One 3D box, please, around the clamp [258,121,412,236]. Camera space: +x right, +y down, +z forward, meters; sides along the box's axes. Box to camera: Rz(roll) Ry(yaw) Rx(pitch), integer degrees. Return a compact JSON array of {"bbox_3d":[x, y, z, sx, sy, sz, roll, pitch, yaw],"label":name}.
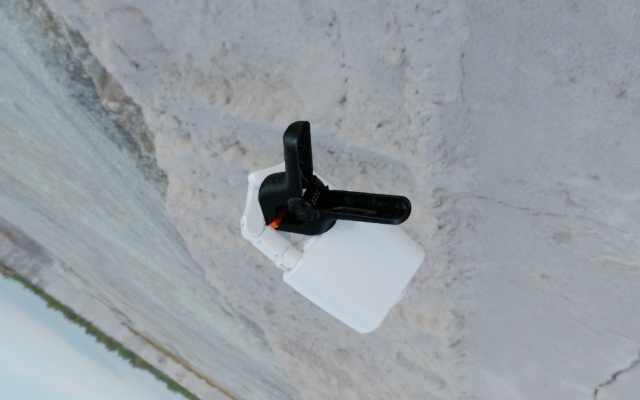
[{"bbox_3d":[0.000,0.002,0.430,0.120,0.039,0.171,37,-26,-5],"label":"clamp"}]
